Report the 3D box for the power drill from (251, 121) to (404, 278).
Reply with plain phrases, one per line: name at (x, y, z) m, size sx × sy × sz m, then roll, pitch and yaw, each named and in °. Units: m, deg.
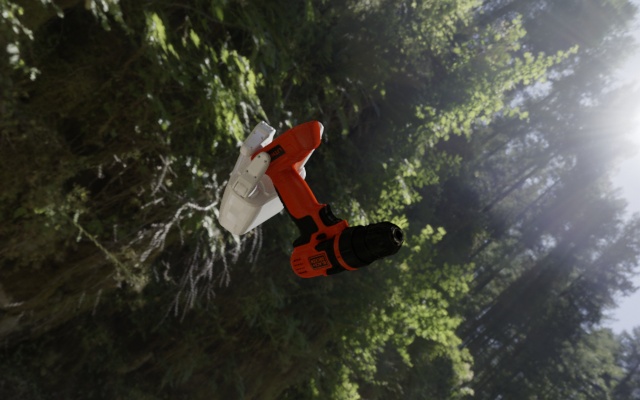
power drill at (0.000, 0.002, 0.592) m, size 0.184 × 0.187 × 0.057 m, roll -23°, pitch 1°, yaw 45°
